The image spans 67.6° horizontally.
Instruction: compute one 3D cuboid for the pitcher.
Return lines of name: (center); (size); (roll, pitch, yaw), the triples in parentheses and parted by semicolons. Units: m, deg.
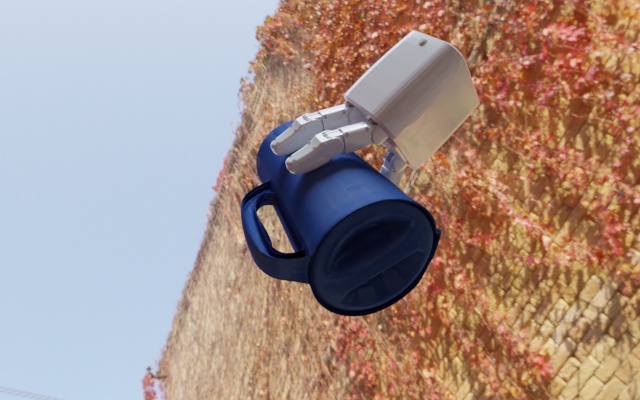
pitcher: (0.000, 0.002, 0.527); (0.149, 0.145, 0.242); (39, 8, -37)
